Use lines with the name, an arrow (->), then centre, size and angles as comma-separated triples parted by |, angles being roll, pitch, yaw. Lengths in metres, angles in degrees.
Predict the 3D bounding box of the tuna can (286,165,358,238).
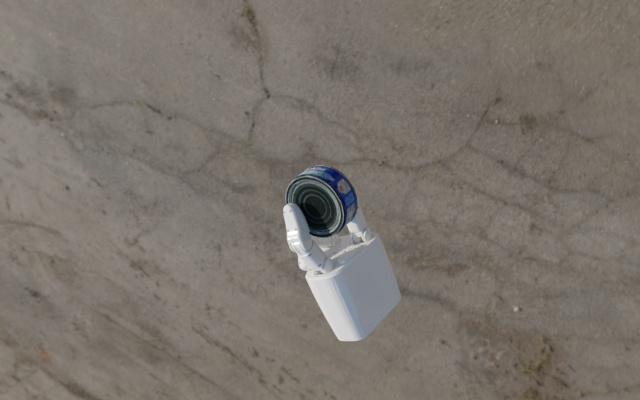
tuna can -> 0.000, 0.002, 0.583 | 0.086, 0.086, 0.033 | 0, 25, 34
